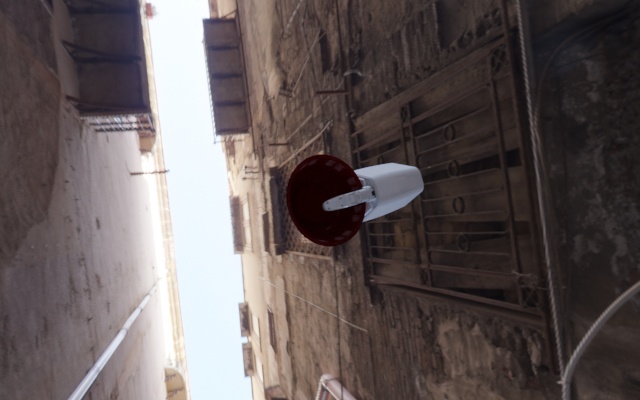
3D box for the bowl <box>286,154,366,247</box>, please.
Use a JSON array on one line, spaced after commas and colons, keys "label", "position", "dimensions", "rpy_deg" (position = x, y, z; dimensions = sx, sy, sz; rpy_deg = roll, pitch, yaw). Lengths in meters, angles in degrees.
[{"label": "bowl", "position": [-0.001, 0.003, 0.846], "dimensions": [0.162, 0.162, 0.055], "rpy_deg": [0, -9, -32]}]
